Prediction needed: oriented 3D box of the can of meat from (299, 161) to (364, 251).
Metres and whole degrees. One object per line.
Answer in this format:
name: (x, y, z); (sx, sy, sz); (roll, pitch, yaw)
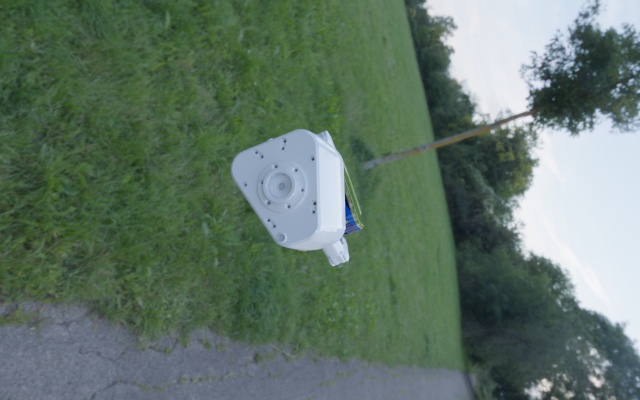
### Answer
can of meat: (0.000, 0.002, 0.597); (0.084, 0.102, 0.057); (-20, -13, 11)
